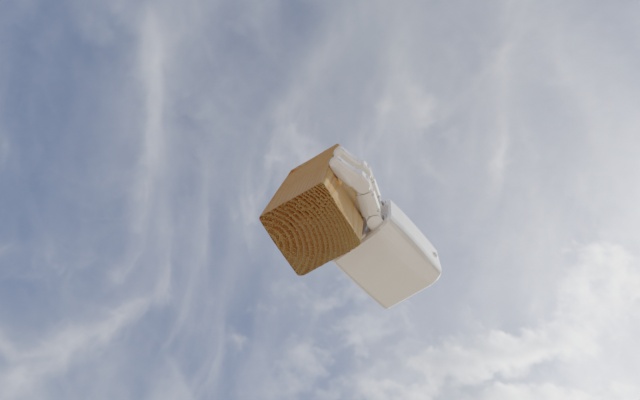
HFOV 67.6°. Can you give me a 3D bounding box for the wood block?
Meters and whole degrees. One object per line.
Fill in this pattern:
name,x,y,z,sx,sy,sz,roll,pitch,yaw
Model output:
wood block,0.000,0.003,0.642,0.091,0.090,0.206,-30,13,15
